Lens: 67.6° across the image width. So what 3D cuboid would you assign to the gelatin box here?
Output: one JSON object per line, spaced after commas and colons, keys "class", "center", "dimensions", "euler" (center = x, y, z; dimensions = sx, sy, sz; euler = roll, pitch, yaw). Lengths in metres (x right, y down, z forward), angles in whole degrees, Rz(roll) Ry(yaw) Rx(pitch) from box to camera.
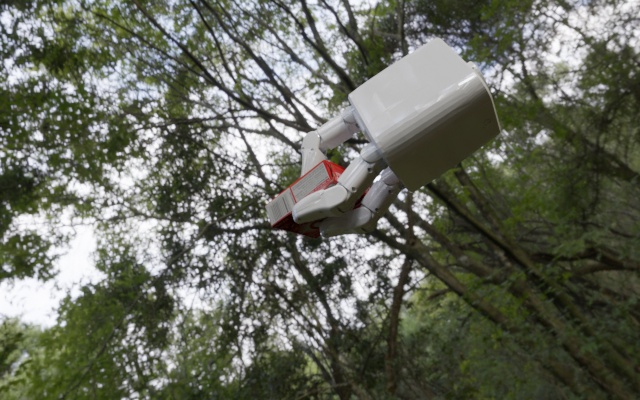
{"class": "gelatin box", "center": [0.000, 0.001, 0.493], "dimensions": [0.089, 0.030, 0.073], "euler": [-36, -33, 26]}
